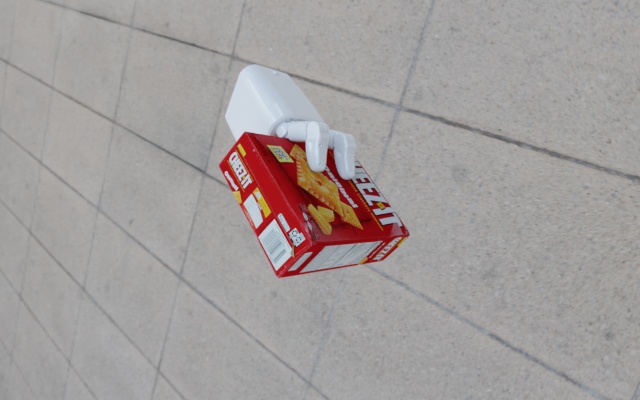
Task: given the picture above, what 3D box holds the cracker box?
[{"bbox_3d":[0.000,0.002,0.608,0.214,0.164,0.072,1,-39,-51],"label":"cracker box"}]
